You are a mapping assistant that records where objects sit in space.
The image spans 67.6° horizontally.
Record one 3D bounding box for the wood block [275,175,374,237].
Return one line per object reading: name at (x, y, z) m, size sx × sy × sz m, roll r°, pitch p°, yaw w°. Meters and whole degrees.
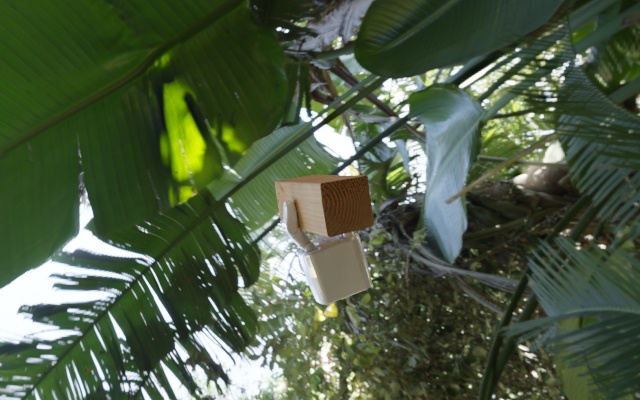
wood block at (0.000, 0.003, 0.864) m, size 0.091 × 0.090 × 0.206 m, roll -12°, pitch 8°, yaw -25°
